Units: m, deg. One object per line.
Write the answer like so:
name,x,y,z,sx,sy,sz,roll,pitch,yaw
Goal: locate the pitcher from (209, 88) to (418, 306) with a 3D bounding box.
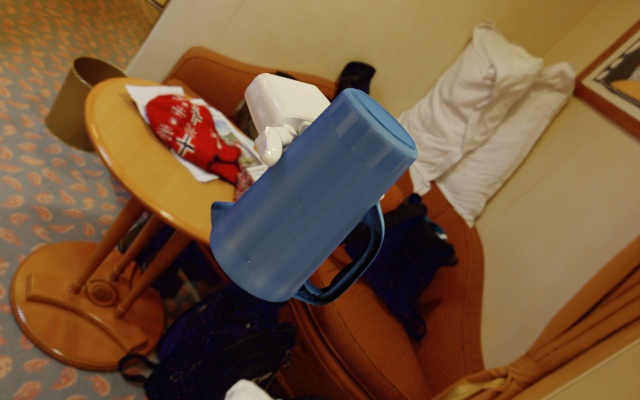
pitcher,0.000,0.002,0.551,0.149,0.145,0.243,23,-61,-42
